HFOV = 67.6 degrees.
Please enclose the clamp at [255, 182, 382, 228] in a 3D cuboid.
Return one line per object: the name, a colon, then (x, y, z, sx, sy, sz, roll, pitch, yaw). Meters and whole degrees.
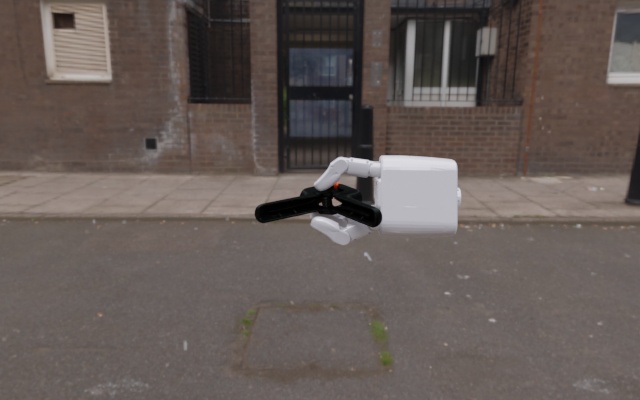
clamp: (0.000, 0.001, 0.694, 0.164, 0.036, 0.210, 1, 12, 3)
